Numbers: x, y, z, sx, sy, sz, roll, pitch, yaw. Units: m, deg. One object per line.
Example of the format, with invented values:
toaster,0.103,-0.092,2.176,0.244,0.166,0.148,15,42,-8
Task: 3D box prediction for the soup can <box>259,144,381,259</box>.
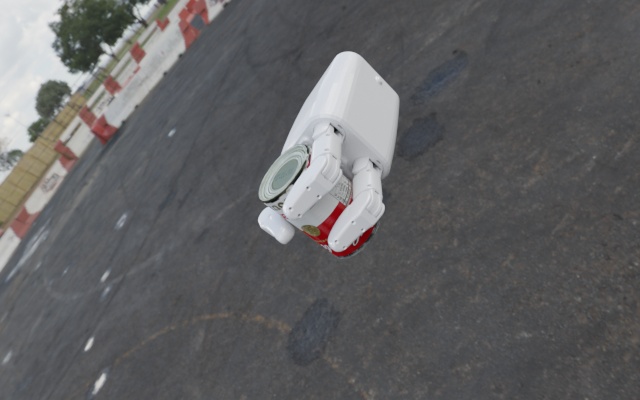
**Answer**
soup can,0.000,0.002,0.460,0.102,0.068,0.068,38,-20,-27
